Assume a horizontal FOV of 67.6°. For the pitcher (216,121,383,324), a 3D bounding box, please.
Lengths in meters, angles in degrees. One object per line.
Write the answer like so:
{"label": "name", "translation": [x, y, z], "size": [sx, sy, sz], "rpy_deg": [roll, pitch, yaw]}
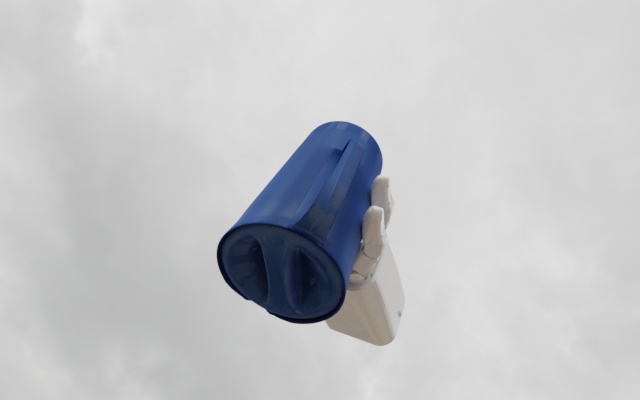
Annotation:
{"label": "pitcher", "translation": [0.000, 0.002, 0.538], "size": [0.149, 0.145, 0.242], "rpy_deg": [-6, 33, 26]}
